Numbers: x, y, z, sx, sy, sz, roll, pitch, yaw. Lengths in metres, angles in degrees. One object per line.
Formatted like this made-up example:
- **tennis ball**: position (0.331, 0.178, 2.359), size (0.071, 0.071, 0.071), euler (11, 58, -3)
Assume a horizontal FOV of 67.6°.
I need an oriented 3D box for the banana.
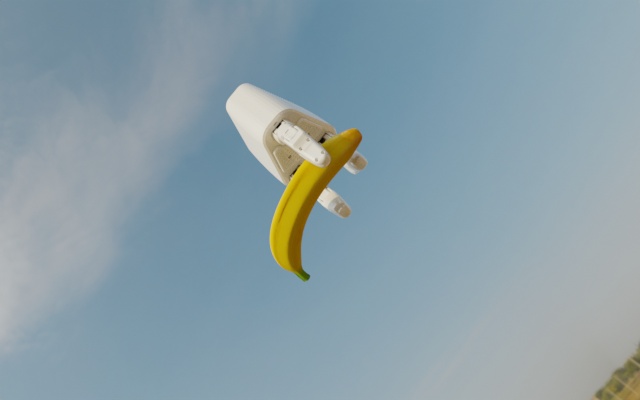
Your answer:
- **banana**: position (-0.015, 0.003, 0.551), size (0.069, 0.198, 0.037), euler (6, 23, -41)
